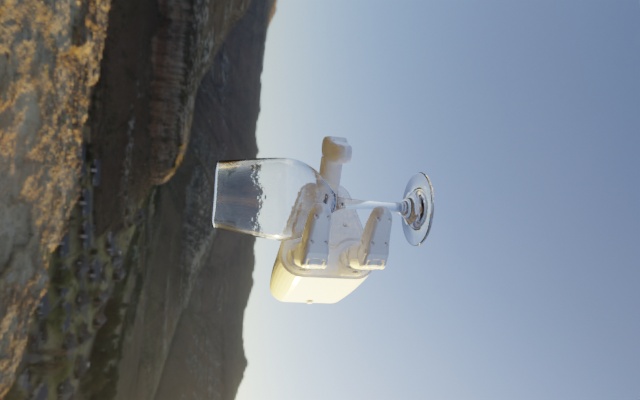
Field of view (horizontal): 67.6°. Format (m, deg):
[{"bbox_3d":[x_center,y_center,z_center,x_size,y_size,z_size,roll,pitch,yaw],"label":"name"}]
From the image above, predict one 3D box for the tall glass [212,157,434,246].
[{"bbox_3d":[0.001,0.001,0.456,0.201,0.079,0.079,4,-1,-13],"label":"tall glass"}]
